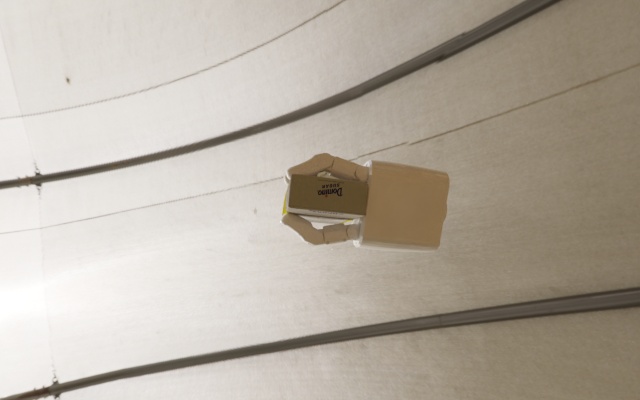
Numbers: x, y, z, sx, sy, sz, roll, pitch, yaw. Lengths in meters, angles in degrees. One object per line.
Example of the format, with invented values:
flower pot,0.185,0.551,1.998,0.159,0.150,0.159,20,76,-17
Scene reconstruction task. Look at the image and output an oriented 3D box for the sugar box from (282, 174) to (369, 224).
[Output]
sugar box,0.000,0.002,0.627,0.093,0.048,0.176,6,-9,-6
